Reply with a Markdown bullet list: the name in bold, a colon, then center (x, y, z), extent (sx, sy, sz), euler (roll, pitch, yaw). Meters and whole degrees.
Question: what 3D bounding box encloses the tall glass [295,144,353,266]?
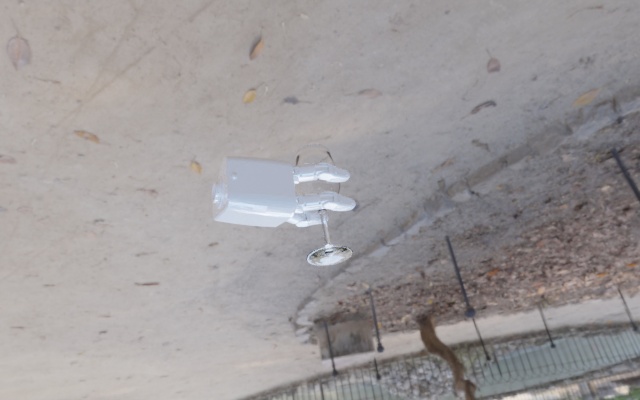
- **tall glass**: center (0.000, 0.003, 0.802), extent (0.079, 0.201, 0.079), euler (-7, -30, -4)
